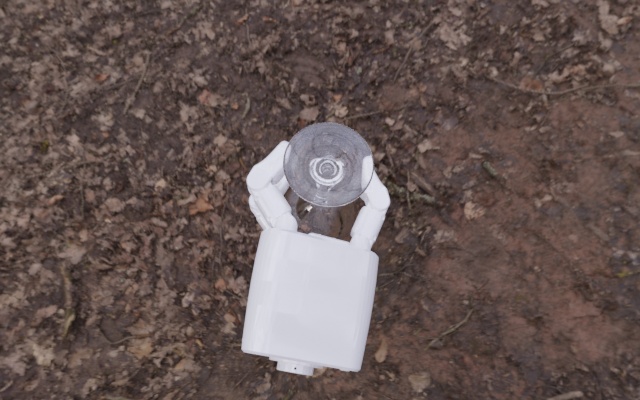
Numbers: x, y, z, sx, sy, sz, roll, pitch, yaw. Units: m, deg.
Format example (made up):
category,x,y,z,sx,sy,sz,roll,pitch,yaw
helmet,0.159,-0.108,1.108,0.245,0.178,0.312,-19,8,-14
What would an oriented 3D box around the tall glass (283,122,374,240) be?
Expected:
category,x,y,z,sx,sy,sz,roll,pitch,yaw
tall glass,0.000,0.001,0.480,0.079,0.079,0.201,0,-18,-4
